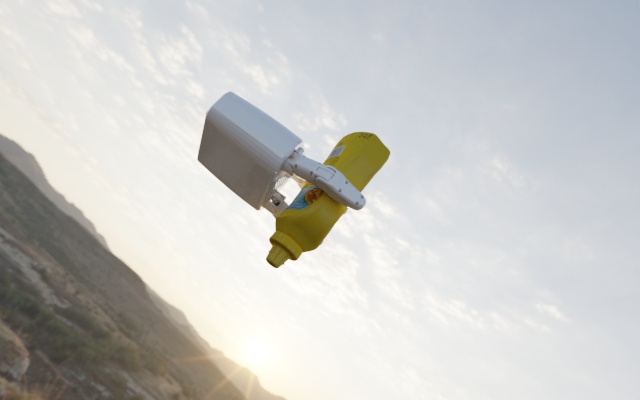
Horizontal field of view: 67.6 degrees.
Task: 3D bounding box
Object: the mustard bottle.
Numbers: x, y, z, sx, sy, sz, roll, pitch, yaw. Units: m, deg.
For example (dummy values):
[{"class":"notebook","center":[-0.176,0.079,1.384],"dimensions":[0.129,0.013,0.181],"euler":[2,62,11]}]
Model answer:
[{"class":"mustard bottle","center":[0.000,0.002,0.570],"dimensions":[0.058,0.191,0.096],"euler":[47,-23,-18]}]
